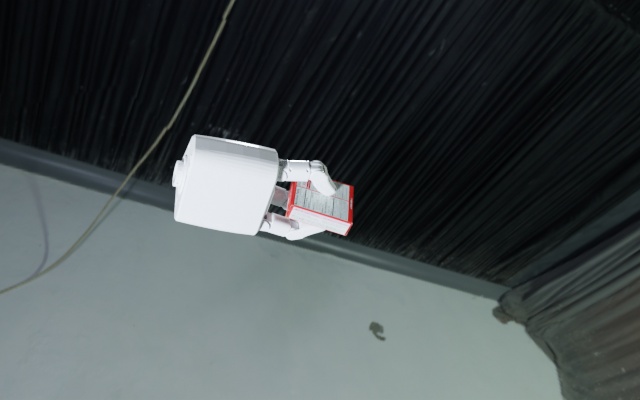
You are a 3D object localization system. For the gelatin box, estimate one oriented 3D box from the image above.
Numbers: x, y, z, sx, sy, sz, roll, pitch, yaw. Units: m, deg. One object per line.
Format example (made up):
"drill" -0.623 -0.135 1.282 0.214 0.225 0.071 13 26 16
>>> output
"gelatin box" 0.001 0.002 0.657 0.089 0.073 0.030 17 -46 -11
